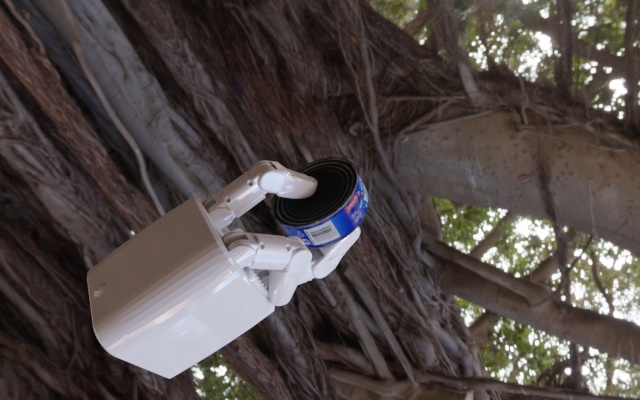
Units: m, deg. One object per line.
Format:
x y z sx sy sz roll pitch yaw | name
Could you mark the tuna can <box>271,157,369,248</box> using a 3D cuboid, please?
0.000 0.002 0.436 0.086 0.086 0.034 0 -42 35 | tuna can
